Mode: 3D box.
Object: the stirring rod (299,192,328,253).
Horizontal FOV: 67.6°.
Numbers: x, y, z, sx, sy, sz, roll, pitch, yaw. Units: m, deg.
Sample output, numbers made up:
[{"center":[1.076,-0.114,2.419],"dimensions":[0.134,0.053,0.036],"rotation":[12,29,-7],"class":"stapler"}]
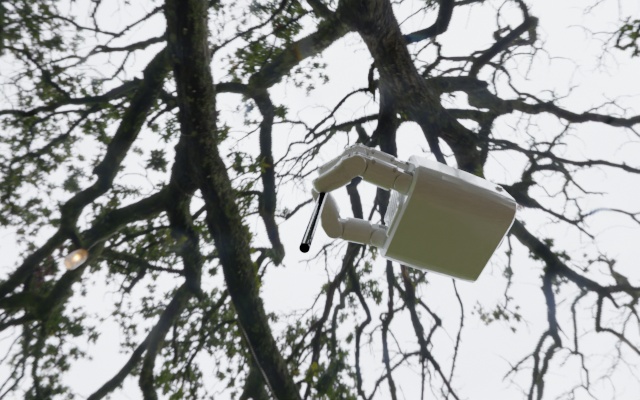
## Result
[{"center":[0.000,0.002,0.456],"dimensions":[0.011,0.011,0.239],"rotation":[0,16,6],"class":"stirring rod"}]
